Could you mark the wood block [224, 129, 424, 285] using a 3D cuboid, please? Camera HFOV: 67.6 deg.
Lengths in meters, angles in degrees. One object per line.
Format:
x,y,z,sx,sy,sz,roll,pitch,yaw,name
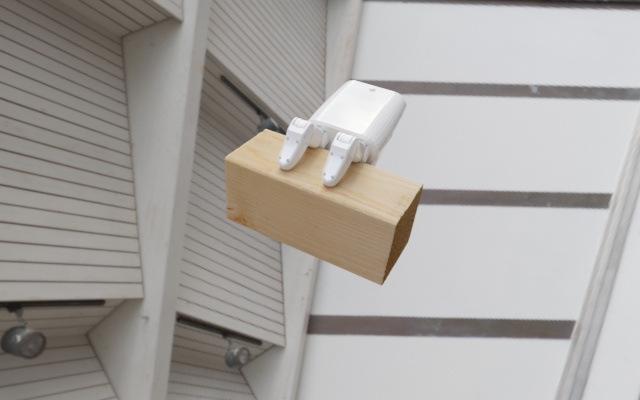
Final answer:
0.000,0.002,0.554,0.206,0.091,0.090,21,40,20,wood block
